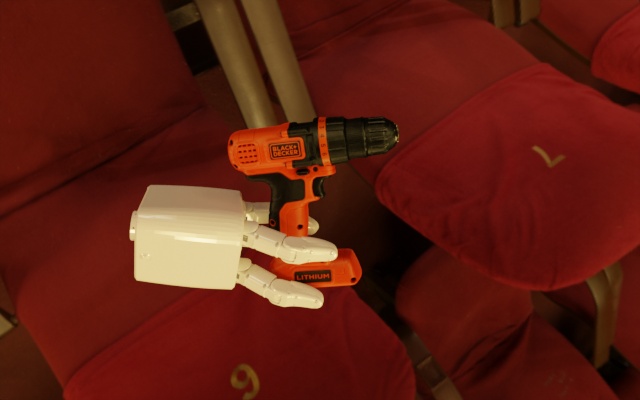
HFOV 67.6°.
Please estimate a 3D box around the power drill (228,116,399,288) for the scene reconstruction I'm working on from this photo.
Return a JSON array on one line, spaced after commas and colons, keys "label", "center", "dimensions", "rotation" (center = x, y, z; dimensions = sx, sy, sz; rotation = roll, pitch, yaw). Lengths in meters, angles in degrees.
[{"label": "power drill", "center": [0.000, 0.002, 0.534], "dimensions": [0.184, 0.188, 0.057], "rotation": [-5, 15, 9]}]
